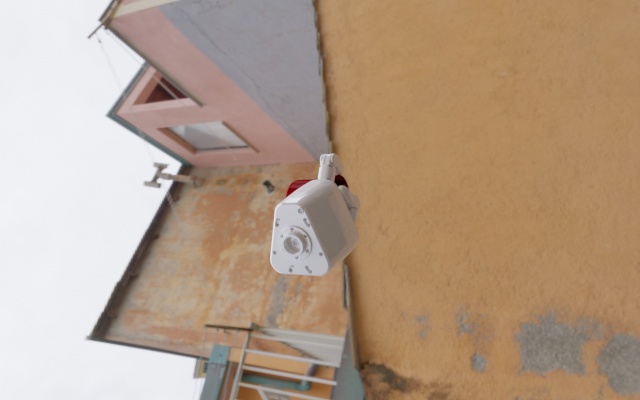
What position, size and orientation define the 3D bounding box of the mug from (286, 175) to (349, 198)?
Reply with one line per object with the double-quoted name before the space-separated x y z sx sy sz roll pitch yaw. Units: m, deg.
"mug" 0.001 0.002 0.791 0.081 0.093 0.117 -1 15 25
